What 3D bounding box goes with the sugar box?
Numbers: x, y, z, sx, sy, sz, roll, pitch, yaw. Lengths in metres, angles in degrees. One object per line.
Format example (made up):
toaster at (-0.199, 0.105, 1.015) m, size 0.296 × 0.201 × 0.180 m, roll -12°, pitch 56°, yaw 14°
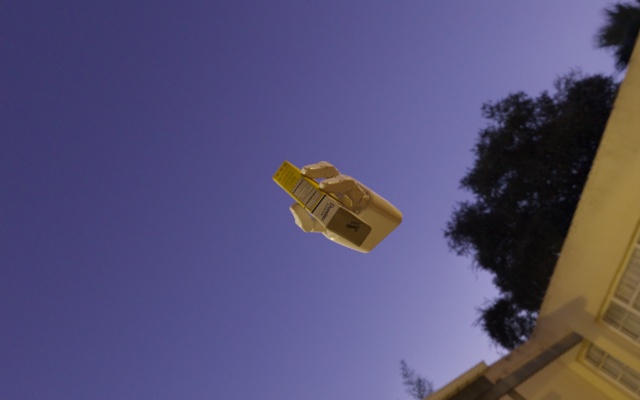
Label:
sugar box at (0.000, 0.002, 0.786) m, size 0.093 × 0.048 × 0.176 m, roll 32°, pitch 3°, yaw -45°
